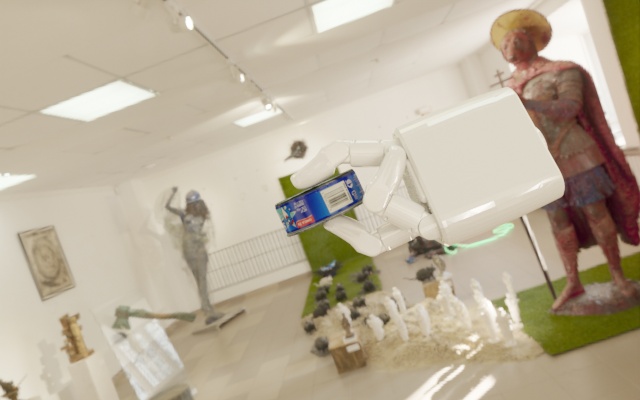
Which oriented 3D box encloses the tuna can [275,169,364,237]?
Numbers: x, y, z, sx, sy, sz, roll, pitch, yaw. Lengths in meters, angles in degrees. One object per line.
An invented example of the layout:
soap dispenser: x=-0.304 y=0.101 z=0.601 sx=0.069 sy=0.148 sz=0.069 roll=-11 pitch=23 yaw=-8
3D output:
tuna can: x=0.000 y=0.001 z=0.459 sx=0.086 sy=0.034 sz=0.086 roll=-25 pitch=2 yaw=1
